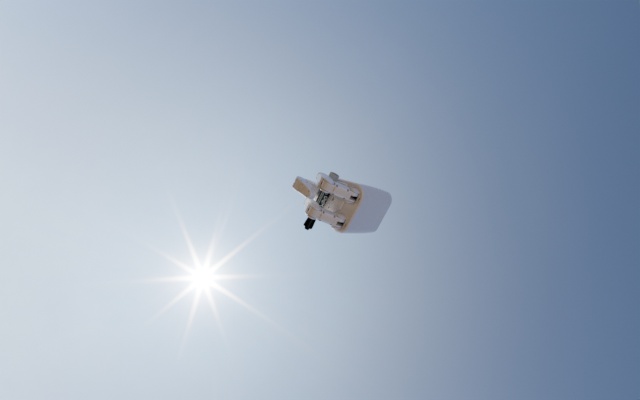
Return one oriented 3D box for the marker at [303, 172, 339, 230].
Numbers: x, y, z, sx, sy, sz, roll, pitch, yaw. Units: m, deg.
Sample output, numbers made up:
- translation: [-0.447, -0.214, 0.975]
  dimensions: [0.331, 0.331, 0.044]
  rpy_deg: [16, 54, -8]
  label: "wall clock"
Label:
- translation: [0.000, 0.003, 0.892]
  dimensions: [0.020, 0.121, 0.020]
  rpy_deg: [25, 17, -8]
  label: "marker"
